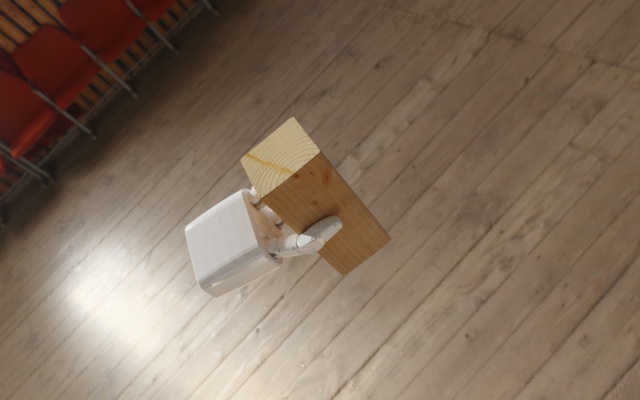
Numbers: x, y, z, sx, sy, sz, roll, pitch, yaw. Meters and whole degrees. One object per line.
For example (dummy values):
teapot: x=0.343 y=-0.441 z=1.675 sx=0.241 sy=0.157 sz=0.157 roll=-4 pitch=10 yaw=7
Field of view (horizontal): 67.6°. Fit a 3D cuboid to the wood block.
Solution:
wood block: x=0.000 y=0.002 z=0.636 sx=0.206 sy=0.090 sz=0.090 roll=47 pitch=7 yaw=-44
